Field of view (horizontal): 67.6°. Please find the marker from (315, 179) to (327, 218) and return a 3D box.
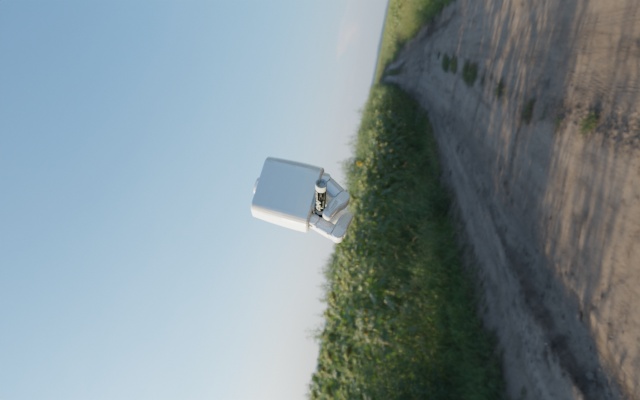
[{"bbox_3d":[0.000,0.003,0.804,0.020,0.020,0.121,0,-30,-1],"label":"marker"}]
